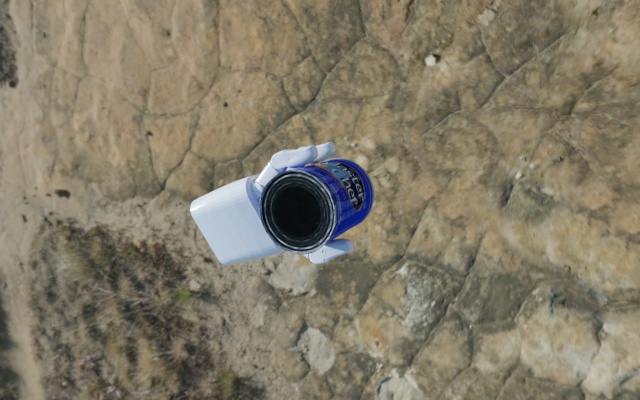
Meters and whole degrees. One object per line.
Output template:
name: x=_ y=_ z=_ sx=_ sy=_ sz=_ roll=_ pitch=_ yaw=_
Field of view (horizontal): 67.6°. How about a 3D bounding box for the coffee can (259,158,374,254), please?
coffee can: x=0.000 y=0.002 z=0.623 sx=0.103 sy=0.103 sz=0.140 roll=0 pitch=10 yaw=25
